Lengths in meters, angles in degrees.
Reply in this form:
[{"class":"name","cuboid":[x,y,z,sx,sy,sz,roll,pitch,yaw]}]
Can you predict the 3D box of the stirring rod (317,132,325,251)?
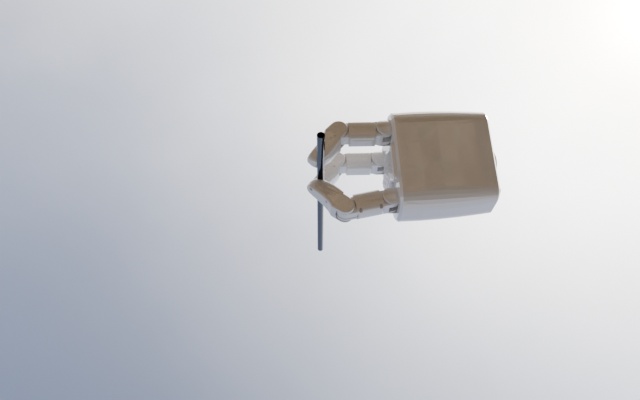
[{"class":"stirring rod","cuboid":[0.000,0.002,0.556,0.011,0.011,0.240,0,-32,0]}]
